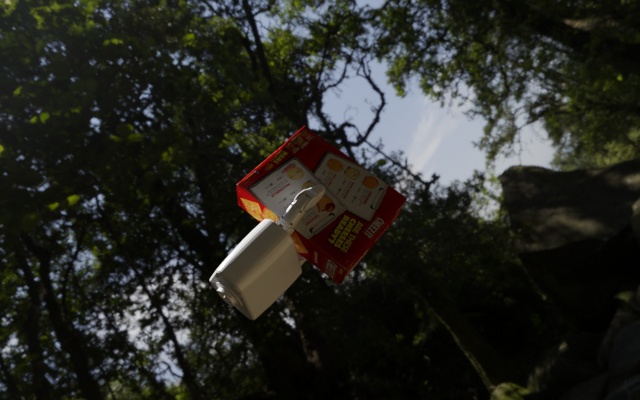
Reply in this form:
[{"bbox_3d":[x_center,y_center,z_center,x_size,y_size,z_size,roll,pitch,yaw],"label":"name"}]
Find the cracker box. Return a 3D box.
[{"bbox_3d":[0.000,0.002,0.760,0.213,0.164,0.072,37,-28,15],"label":"cracker box"}]
